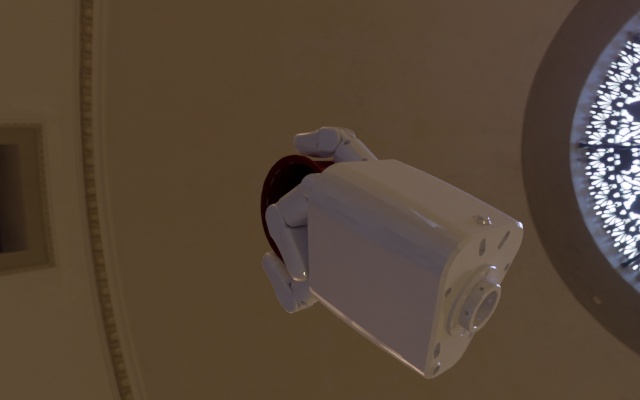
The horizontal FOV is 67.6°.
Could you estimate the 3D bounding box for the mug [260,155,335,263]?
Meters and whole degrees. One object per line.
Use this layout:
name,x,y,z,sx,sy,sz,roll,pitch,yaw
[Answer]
mug,-0.001,0.001,0.423,0.081,0.093,0.117,-6,29,-44
